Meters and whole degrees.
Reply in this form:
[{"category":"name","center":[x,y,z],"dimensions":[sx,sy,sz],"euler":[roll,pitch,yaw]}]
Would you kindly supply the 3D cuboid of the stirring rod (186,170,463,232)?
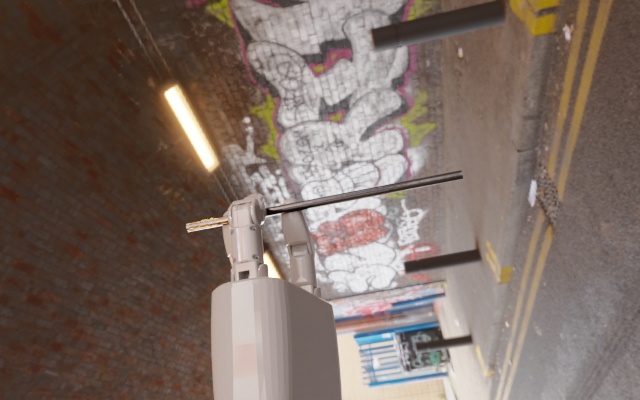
[{"category":"stirring rod","center":[0.000,0.001,0.410],"dimensions":[0.239,0.011,0.011],"euler":[-11,-1,6]}]
